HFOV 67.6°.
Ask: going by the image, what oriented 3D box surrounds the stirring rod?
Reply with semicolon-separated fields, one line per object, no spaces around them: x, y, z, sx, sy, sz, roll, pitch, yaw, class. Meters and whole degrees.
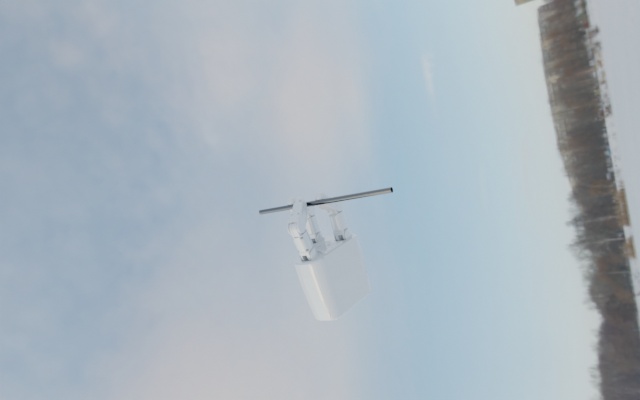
0.000;0.002;0.738;0.239;0.011;0.011;-10;-5;32;stirring rod
